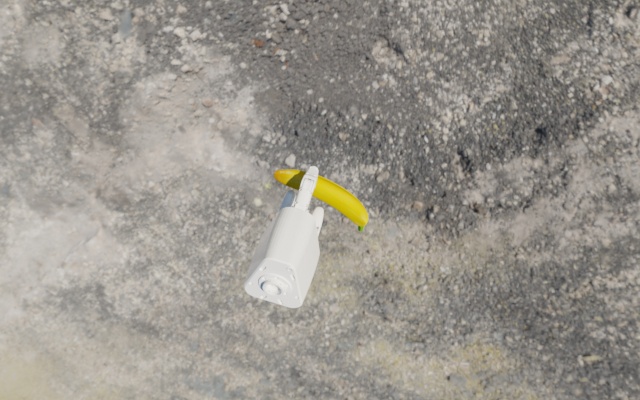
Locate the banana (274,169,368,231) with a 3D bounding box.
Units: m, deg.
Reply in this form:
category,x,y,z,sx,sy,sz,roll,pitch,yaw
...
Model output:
category,x,y,z,sx,sy,sz,roll,pitch,yaw
banana,0.013,-0.004,0.820,0.198,0.037,0.070,34,-44,-17
